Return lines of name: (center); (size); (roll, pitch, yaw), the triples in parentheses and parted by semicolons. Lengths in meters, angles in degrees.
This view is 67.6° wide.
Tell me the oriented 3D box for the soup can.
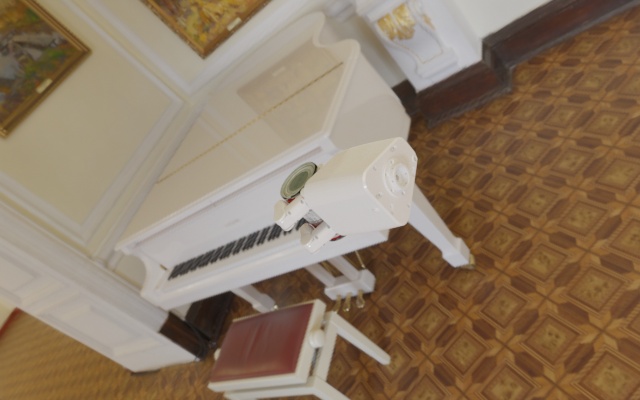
soup can: (0.000, 0.002, 0.683); (0.102, 0.068, 0.068); (44, -24, -27)
